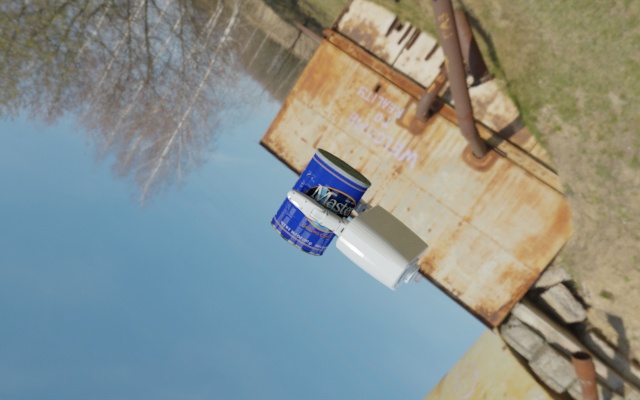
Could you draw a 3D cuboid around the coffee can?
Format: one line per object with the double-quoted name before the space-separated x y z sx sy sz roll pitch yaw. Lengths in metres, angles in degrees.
"coffee can" 0.000 0.002 0.764 0.103 0.140 0.102 32 12 -8
